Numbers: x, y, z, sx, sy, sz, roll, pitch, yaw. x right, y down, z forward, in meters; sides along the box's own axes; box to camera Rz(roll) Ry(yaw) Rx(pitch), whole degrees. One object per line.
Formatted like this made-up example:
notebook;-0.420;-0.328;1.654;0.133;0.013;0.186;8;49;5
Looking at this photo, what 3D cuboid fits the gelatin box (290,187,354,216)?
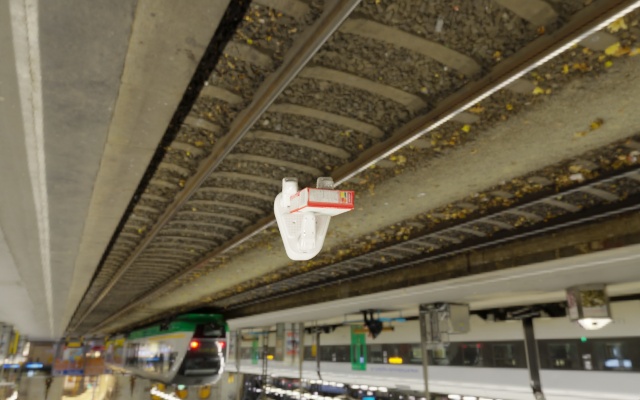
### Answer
gelatin box;0.000;0.003;0.715;0.073;0.030;0.089;4;-10;-19
